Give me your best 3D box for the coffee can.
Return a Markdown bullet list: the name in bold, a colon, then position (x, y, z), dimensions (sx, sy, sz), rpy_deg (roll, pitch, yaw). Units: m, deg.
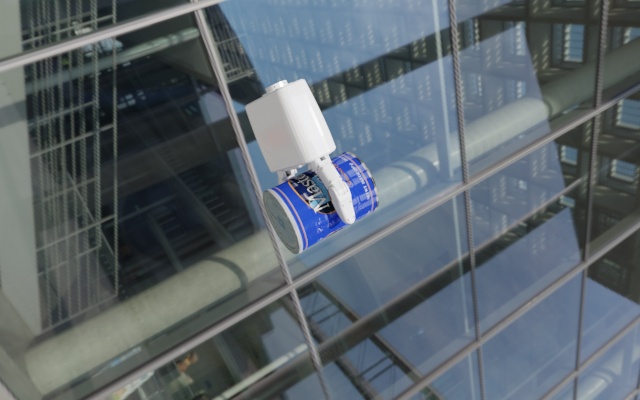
- **coffee can**: position (0.000, 0.003, 0.708), dimensions (0.140, 0.103, 0.103), rpy_deg (-27, 10, -20)
